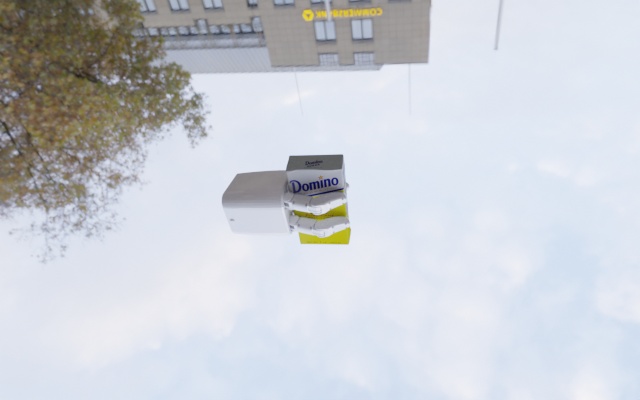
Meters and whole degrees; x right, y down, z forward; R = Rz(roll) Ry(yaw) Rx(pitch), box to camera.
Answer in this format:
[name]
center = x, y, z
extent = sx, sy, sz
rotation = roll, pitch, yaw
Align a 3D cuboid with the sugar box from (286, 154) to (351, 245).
[sugar box]
center = 0.000, 0.003, 0.819
extent = 0.093, 0.176, 0.048
rotation = -1, 45, 9
